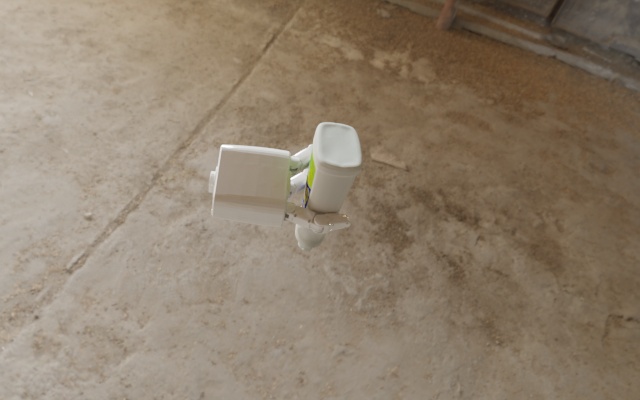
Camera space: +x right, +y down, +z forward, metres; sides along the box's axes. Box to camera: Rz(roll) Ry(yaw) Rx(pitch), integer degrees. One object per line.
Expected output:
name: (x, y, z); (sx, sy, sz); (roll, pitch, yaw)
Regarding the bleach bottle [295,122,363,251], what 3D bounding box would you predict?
bleach bottle: (0.000, 0.002, 0.757); (0.068, 0.102, 0.251); (7, -43, -10)
